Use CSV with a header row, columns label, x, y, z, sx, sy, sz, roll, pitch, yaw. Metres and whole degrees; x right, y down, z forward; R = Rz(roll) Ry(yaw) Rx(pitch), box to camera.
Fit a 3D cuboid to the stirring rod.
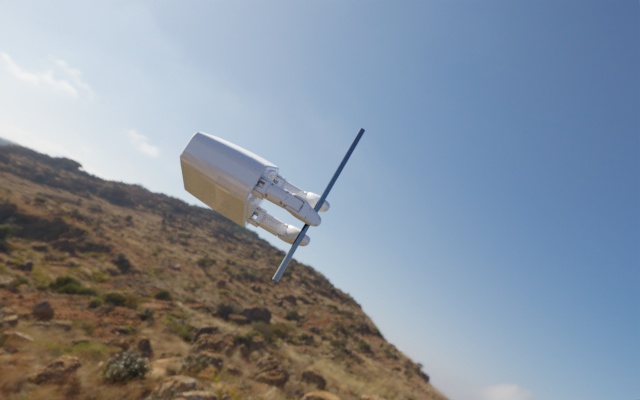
label,x,y,z,sx,sy,sz,roll,pitch,yaw
stirring rod,0.000,0.002,0.643,0.011,0.239,0.011,29,-12,7
